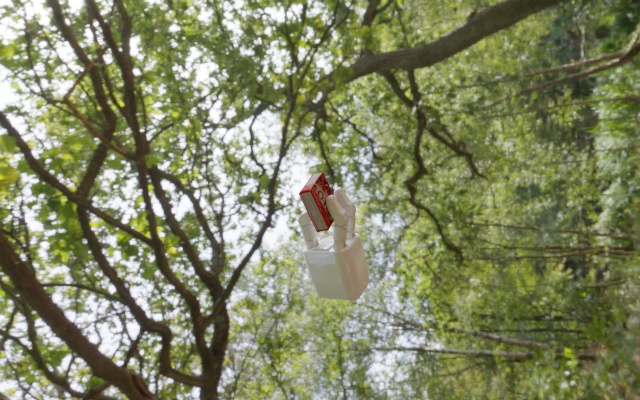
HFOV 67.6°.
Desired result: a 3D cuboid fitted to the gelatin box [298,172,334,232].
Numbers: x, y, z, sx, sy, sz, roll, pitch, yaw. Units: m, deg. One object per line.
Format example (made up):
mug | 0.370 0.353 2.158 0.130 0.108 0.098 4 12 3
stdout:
gelatin box | 0.000 0.003 0.896 0.030 0.089 0.073 -13 25 29
